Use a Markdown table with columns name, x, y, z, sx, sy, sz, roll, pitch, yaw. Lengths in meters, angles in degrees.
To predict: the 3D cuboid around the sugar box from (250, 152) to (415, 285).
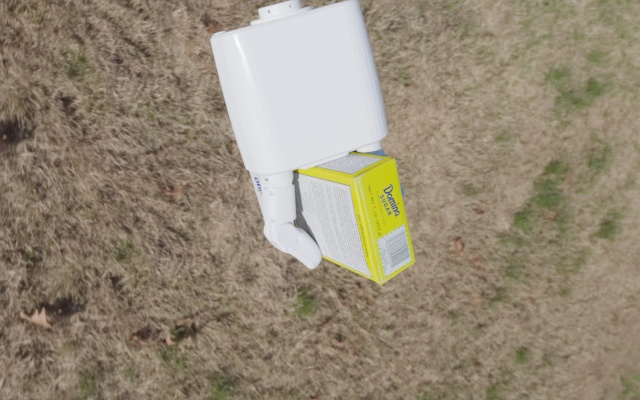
| name | x | y | z | sx | sy | sz | roll | pitch | yaw |
| --- | --- | --- | --- | --- | --- | --- | --- | --- | --- |
| sugar box | 0.001 | 0.001 | 0.422 | 0.048 | 0.093 | 0.176 | -26 | 25 | -26 |
